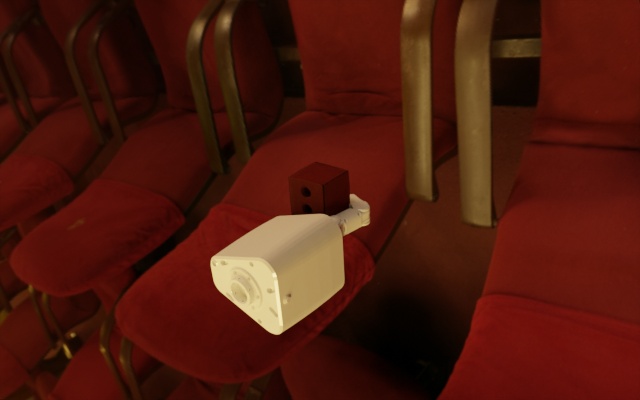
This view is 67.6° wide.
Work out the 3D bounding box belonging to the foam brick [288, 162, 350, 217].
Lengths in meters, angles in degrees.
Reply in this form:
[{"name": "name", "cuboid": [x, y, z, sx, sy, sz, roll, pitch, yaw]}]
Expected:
[{"name": "foam brick", "cuboid": [0.000, 0.002, 0.570, 0.053, 0.078, 0.051, 16, 31, 37]}]
